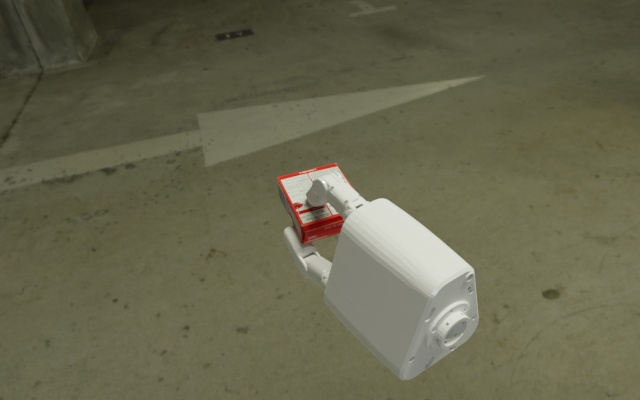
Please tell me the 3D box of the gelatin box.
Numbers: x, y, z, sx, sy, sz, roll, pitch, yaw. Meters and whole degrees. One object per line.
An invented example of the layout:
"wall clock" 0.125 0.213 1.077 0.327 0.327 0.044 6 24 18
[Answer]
"gelatin box" 0.000 0.001 0.520 0.073 0.030 0.089 -15 43 -15
